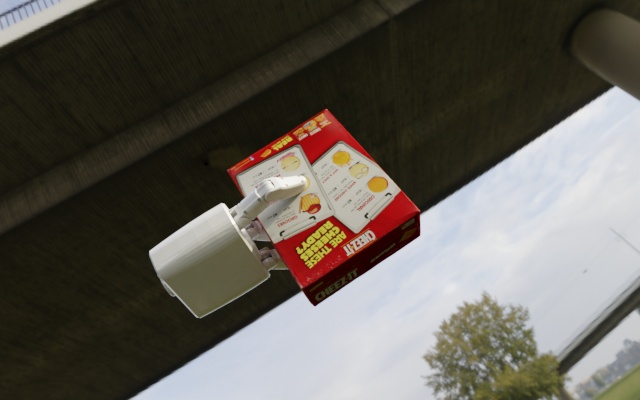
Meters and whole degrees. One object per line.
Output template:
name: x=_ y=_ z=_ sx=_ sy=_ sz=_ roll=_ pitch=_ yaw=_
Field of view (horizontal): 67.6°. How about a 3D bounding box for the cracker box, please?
cracker box: x=0.000 y=0.002 z=0.618 sx=0.164 sy=0.213 sz=0.072 roll=-33 pitch=-34 yaw=-7
